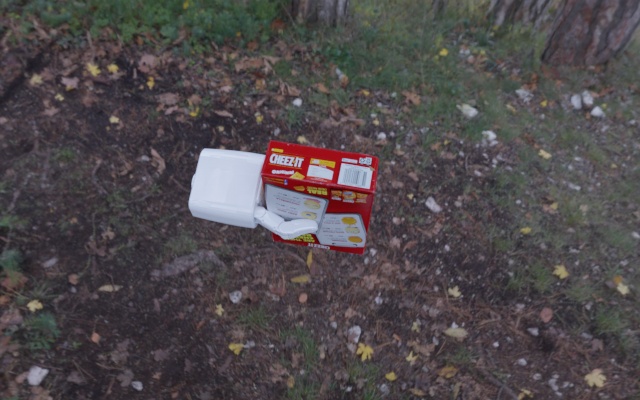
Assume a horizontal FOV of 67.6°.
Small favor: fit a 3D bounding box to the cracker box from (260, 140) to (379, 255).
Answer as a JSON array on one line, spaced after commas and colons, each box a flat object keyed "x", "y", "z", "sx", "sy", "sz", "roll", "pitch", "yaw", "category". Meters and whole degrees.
[{"x": 0.000, "y": 0.003, "z": 0.762, "sx": 0.164, "sy": 0.072, "sz": 0.214, "roll": 9, "pitch": -30, "yaw": 5, "category": "cracker box"}]
